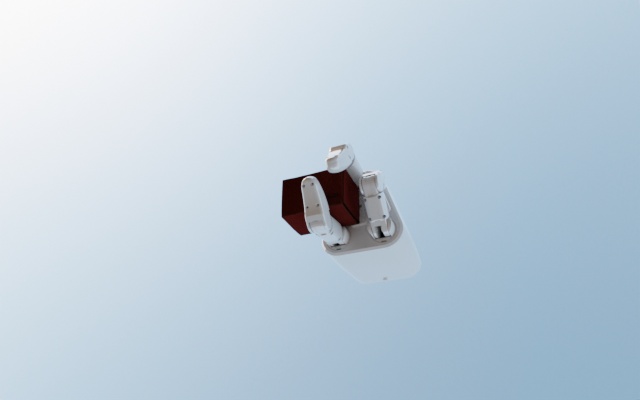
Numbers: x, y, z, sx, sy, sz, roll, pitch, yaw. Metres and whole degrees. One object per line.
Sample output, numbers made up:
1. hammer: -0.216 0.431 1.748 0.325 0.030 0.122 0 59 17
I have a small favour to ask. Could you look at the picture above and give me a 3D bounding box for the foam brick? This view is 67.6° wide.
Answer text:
1. foam brick: 0.000 0.002 0.554 0.078 0.053 0.051 -12 -34 21
